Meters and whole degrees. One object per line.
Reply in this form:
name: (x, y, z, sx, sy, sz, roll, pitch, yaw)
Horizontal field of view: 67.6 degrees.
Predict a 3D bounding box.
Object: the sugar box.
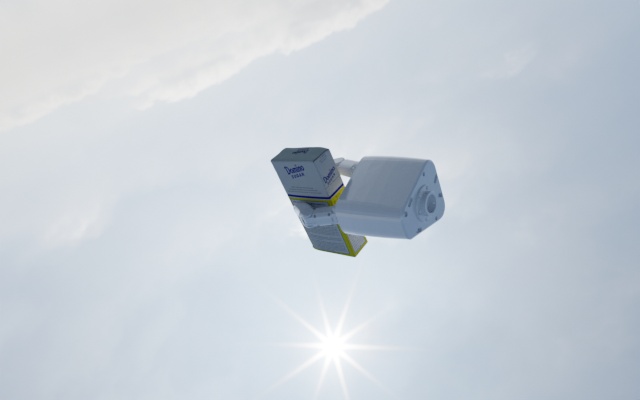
sugar box: (0.001, 0.002, 0.729, 0.093, 0.176, 0.048, 6, 38, 42)
